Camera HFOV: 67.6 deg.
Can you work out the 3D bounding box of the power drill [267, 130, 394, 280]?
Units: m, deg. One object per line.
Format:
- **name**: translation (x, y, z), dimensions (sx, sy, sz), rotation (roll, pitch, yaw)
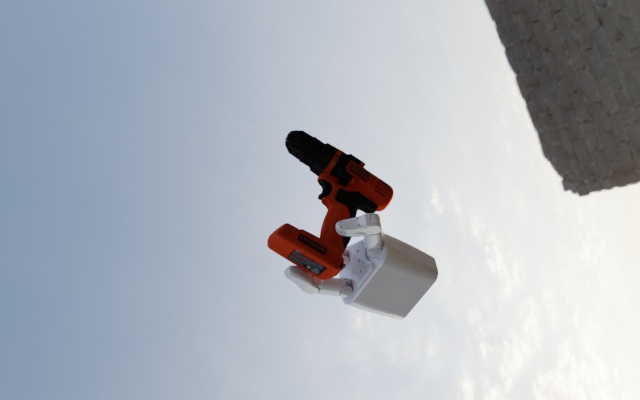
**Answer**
- **power drill**: translation (0.000, 0.003, 0.680), dimensions (0.184, 0.187, 0.057), rotation (32, -32, -4)
